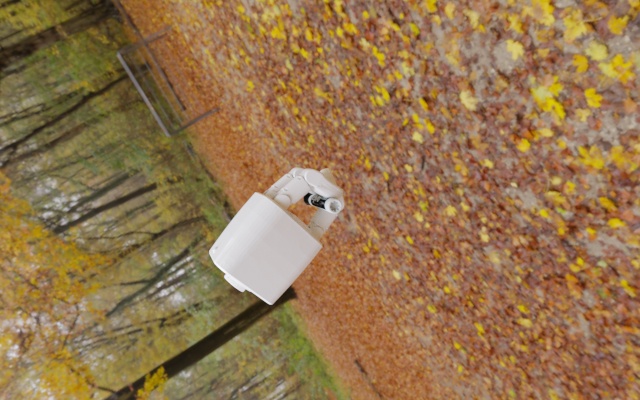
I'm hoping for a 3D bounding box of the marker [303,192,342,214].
[{"bbox_3d":[0.000,0.002,0.652,0.020,0.020,0.121,0,5,-18],"label":"marker"}]
